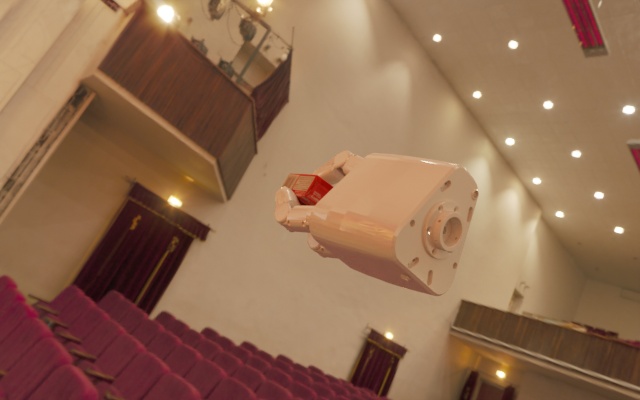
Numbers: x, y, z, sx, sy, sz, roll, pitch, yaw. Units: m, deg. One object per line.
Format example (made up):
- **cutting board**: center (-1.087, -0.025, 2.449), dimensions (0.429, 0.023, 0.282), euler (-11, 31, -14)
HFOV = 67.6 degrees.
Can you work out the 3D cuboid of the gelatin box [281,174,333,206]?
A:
- **gelatin box**: center (0.000, 0.001, 0.544), dimensions (0.073, 0.030, 0.089), euler (36, -10, -22)
